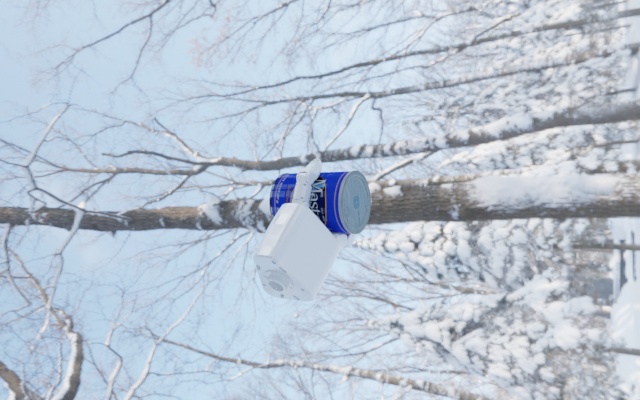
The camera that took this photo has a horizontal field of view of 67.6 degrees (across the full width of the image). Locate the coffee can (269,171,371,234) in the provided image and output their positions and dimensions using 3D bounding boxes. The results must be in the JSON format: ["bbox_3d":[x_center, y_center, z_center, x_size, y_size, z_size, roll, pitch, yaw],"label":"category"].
[{"bbox_3d":[0.000,0.002,0.805,0.140,0.103,0.103,0,0,32],"label":"coffee can"}]
